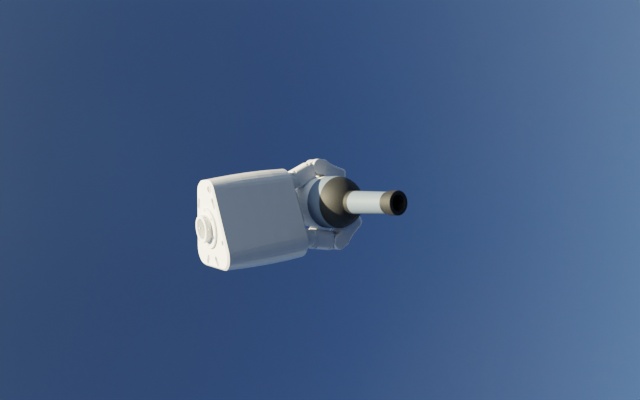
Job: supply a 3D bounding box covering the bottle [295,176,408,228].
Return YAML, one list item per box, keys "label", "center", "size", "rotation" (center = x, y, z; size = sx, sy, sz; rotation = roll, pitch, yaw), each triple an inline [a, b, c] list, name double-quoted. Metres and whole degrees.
- label: "bottle"
  center: [0.000, 0.002, 0.633]
  size: [0.069, 0.069, 0.295]
  rotation: [0, 0, -35]
